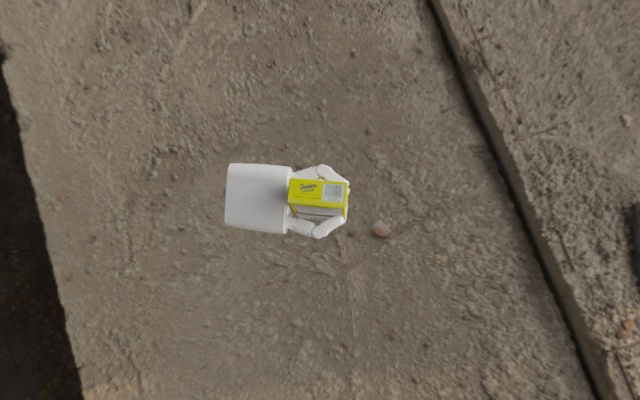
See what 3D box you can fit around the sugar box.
[{"bbox_3d":[0.000,0.002,0.814,0.093,0.048,0.176,6,-7,3],"label":"sugar box"}]
